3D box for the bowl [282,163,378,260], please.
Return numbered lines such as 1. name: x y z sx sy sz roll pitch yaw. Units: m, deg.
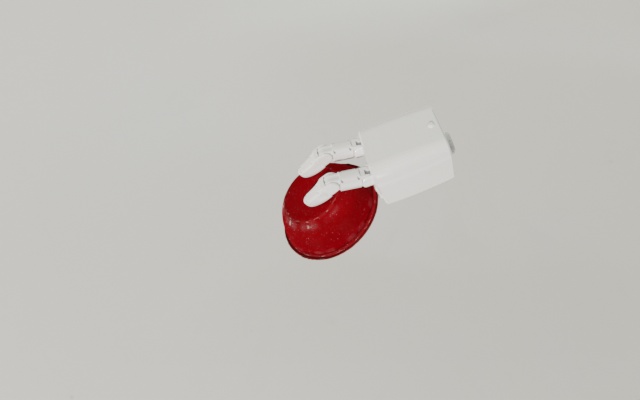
1. bowl: -0.001 0.003 0.695 0.162 0.162 0.055 0 -28 35
